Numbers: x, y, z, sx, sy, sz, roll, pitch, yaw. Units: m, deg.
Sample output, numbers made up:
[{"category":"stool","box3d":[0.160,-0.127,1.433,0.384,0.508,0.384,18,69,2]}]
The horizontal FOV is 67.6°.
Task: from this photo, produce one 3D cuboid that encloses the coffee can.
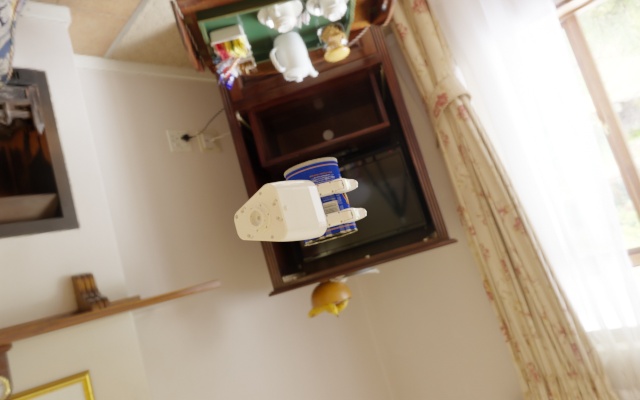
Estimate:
[{"category":"coffee can","box3d":[0.000,0.003,0.886,0.103,0.140,0.103,-16,-8,-2]}]
